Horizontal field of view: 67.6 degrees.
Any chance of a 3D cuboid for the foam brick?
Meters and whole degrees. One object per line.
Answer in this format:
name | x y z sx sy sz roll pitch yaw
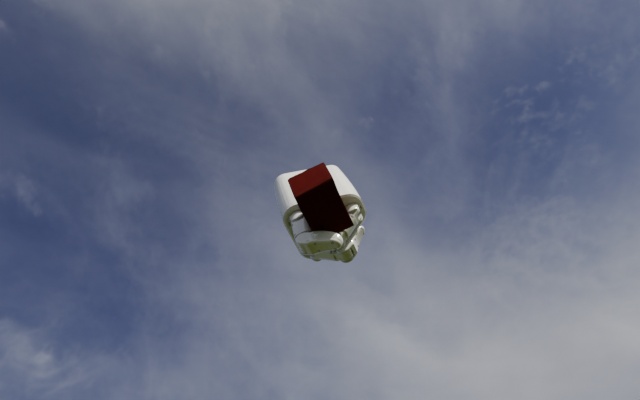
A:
foam brick | 0.000 0.002 0.602 0.053 0.078 0.051 -25 33 1
